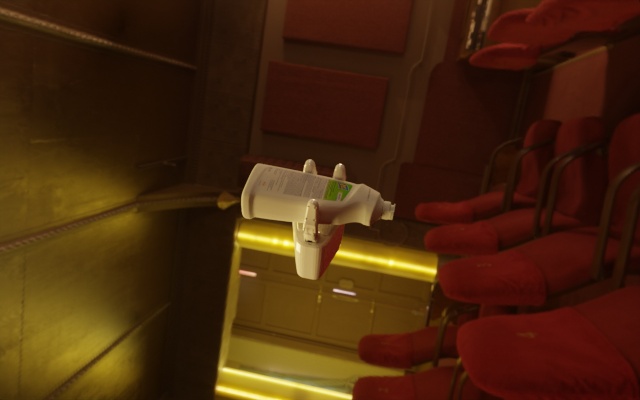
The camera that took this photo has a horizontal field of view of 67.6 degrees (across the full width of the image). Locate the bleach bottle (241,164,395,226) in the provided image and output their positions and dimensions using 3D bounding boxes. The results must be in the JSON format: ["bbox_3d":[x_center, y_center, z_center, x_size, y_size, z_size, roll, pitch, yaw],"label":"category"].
[{"bbox_3d":[0.000,0.003,0.817,0.251,0.068,0.102,10,45,6],"label":"bleach bottle"}]
